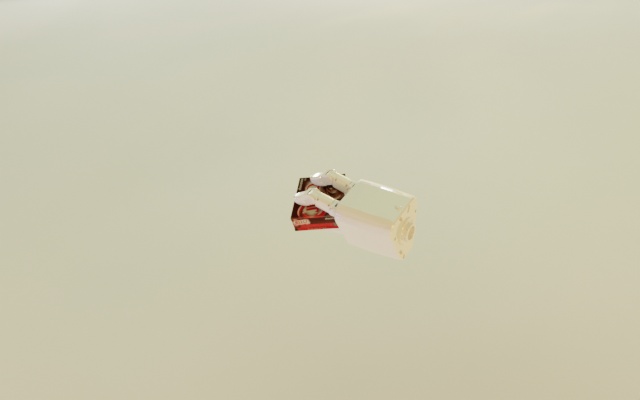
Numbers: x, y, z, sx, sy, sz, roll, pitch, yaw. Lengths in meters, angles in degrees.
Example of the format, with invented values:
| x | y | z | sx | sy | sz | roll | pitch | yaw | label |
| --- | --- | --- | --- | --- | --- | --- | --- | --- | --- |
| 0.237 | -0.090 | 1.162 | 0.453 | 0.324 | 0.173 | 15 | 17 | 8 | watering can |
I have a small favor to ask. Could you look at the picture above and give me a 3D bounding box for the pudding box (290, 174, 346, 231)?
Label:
| x | y | z | sx | sy | sz | roll | pitch | yaw | label |
| --- | --- | --- | --- | --- | --- | --- | --- | --- | --- |
| 0.000 | 0.003 | 0.863 | 0.090 | 0.039 | 0.113 | -4 | 40 | 13 | pudding box |
